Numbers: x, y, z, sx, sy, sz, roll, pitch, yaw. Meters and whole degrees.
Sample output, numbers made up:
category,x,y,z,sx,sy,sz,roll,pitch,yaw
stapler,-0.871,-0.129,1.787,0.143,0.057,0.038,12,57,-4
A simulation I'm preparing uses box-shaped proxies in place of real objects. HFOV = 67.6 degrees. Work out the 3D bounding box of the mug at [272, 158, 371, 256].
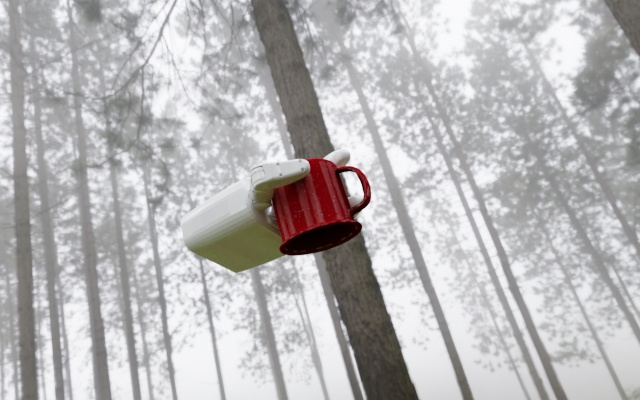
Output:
category,x,y,z,sx,sy,sz,roll,pitch,yaw
mug,0.001,0.001,0.523,0.117,0.081,0.093,-26,-23,23
